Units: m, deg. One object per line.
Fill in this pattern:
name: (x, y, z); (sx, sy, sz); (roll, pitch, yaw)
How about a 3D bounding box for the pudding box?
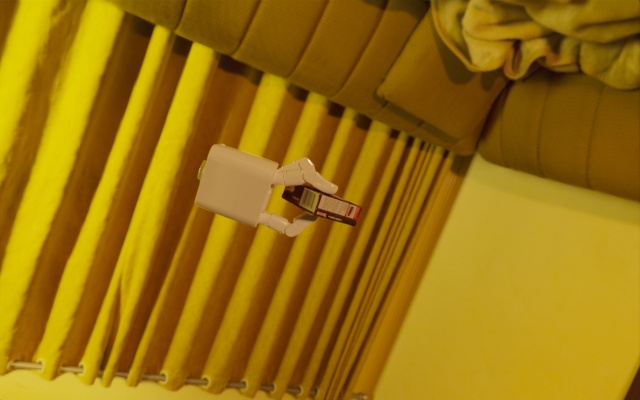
pudding box: (0.000, 0.003, 0.792); (0.090, 0.039, 0.113); (16, 7, -34)
